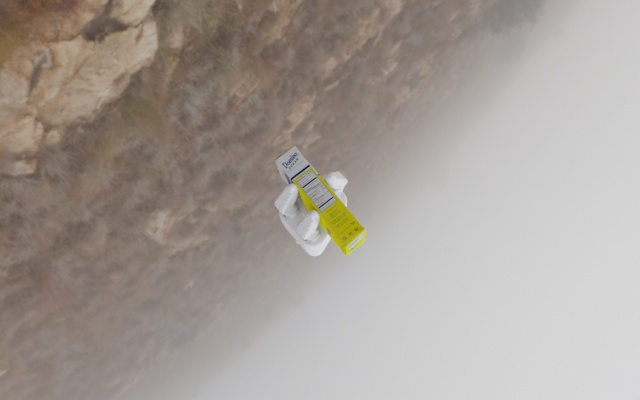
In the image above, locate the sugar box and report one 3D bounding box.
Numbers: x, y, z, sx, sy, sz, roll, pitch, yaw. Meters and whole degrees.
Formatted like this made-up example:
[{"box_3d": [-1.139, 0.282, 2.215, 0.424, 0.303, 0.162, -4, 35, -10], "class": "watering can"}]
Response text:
[{"box_3d": [0.000, 0.003, 0.760, 0.048, 0.176, 0.093, -40, -14, -9], "class": "sugar box"}]
